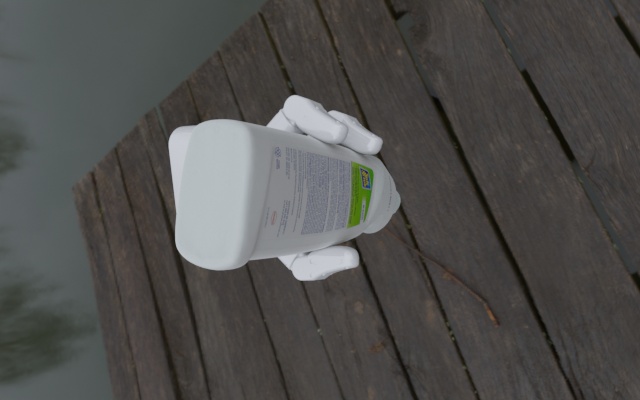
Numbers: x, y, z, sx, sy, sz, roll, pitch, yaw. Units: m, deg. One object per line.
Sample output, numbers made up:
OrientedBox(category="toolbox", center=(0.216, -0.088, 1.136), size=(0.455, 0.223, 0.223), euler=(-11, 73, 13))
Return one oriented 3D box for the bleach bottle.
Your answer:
OrientedBox(category="bleach bottle", center=(0.000, 0.001, 0.410), size=(0.068, 0.102, 0.251), euler=(8, 1, 35))
